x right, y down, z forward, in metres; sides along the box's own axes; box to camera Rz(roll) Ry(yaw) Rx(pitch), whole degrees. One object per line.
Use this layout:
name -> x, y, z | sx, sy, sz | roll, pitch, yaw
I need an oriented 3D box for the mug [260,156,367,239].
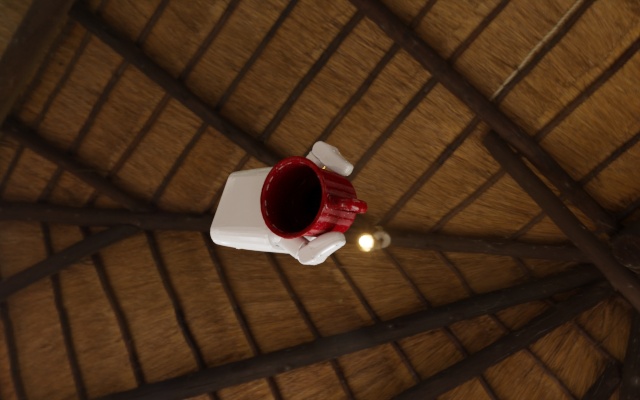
mug -> 0.001, 0.002, 0.552 | 0.117, 0.093, 0.081 | 2, -7, 36
